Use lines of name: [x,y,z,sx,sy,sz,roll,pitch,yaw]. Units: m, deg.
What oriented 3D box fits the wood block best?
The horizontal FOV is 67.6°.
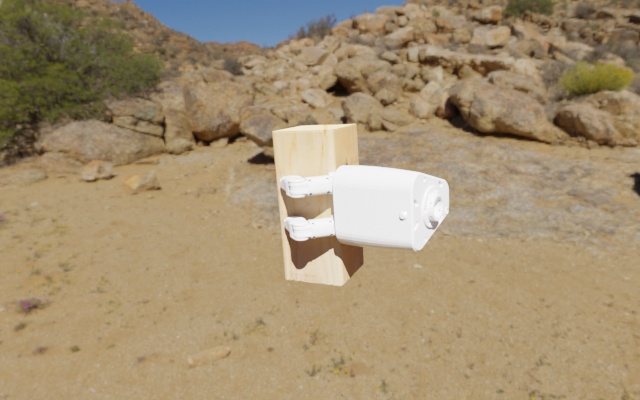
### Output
wood block: [0.001,0.002,0.663,0.090,0.206,0.091,2,14,25]
